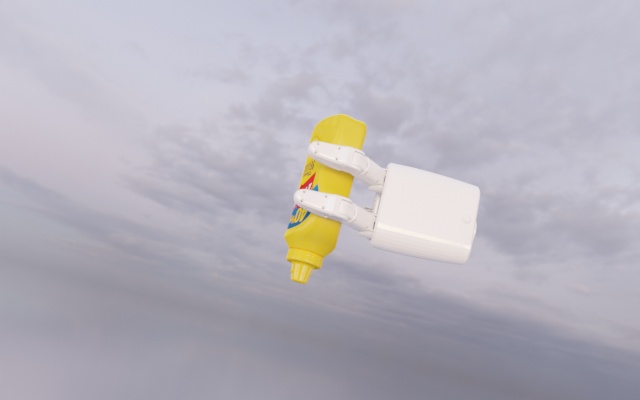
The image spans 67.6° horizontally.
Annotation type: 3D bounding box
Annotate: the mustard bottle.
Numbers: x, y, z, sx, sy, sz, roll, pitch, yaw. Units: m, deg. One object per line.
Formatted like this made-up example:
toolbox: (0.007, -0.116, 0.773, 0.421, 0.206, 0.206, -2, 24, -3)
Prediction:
mustard bottle: (0.000, 0.001, 0.554, 0.058, 0.191, 0.096, 20, -17, -19)
